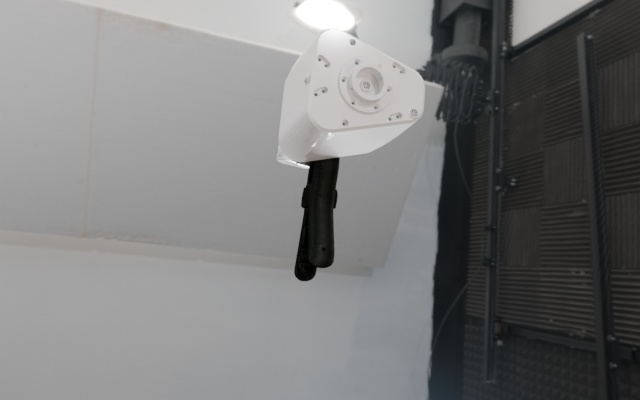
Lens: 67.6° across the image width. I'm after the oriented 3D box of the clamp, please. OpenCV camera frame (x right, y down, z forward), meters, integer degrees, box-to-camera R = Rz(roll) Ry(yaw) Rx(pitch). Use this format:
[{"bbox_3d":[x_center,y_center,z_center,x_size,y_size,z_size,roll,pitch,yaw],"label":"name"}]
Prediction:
[{"bbox_3d":[0.001,0.002,0.508,0.039,0.171,0.120,7,-8,-15],"label":"clamp"}]
